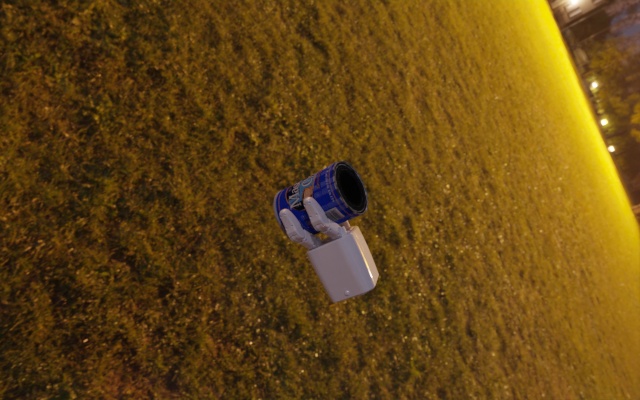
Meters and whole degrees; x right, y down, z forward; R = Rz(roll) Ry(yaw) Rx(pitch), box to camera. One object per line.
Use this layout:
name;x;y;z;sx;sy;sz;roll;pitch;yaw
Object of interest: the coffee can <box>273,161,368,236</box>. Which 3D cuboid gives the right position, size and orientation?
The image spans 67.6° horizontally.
coffee can;0.000;0.003;0.862;0.140;0.102;0.103;-25;-14;30
